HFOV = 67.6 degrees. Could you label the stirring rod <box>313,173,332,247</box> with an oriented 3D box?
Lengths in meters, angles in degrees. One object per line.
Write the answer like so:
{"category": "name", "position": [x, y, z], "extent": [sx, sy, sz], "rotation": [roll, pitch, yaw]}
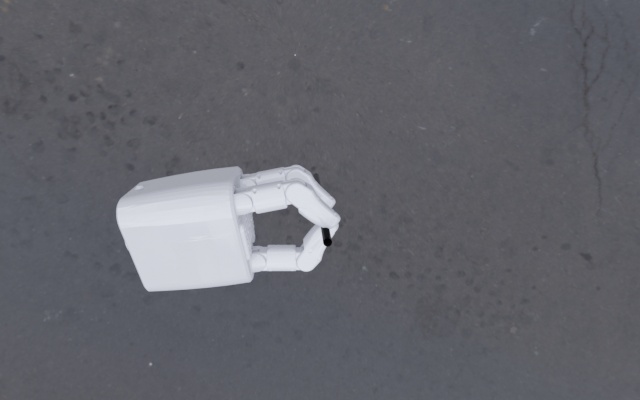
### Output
{"category": "stirring rod", "position": [0.000, 0.002, 0.532], "extent": [0.011, 0.011, 0.239], "rotation": [0, 17, -3]}
